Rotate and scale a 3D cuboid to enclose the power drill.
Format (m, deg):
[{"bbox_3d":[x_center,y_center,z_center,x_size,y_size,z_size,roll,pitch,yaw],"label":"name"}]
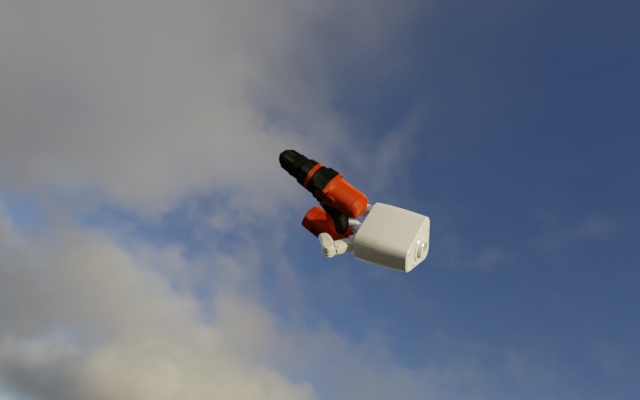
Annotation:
[{"bbox_3d":[0.000,0.003,0.889,0.184,0.057,0.188,37,-23,20],"label":"power drill"}]
